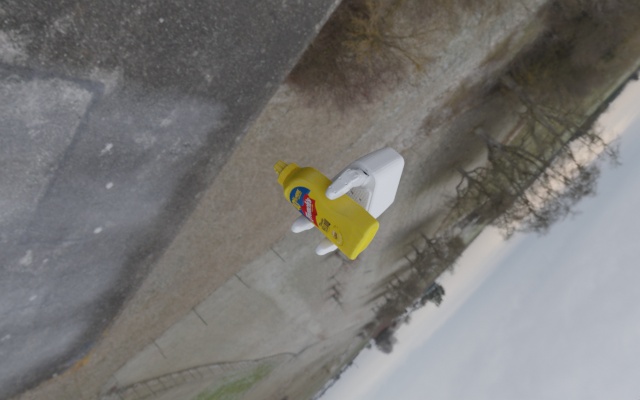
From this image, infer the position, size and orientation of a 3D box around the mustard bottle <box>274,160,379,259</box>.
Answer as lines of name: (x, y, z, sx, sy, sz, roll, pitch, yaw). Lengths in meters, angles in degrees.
mustard bottle: (0.000, 0.003, 0.745, 0.058, 0.191, 0.096, -41, -16, -26)
